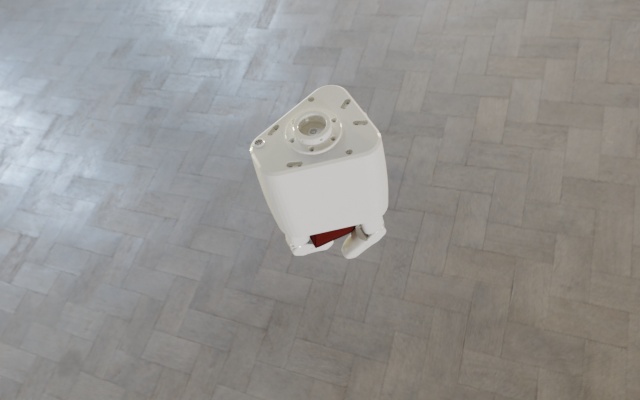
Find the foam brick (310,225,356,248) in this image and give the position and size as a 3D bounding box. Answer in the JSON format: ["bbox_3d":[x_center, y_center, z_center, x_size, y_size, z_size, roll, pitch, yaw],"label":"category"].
[{"bbox_3d":[0.000,0.002,0.530,0.053,0.078,0.051,-23,-33,-14],"label":"foam brick"}]
